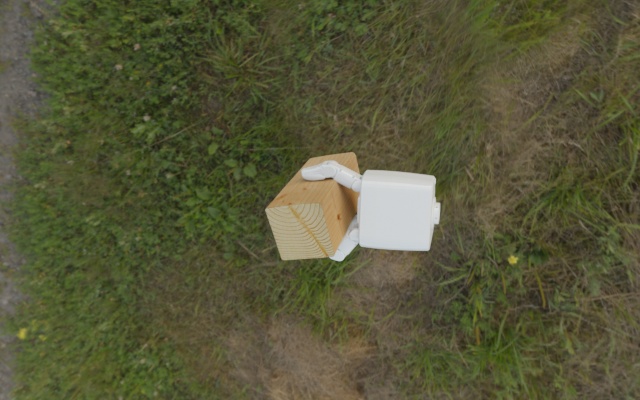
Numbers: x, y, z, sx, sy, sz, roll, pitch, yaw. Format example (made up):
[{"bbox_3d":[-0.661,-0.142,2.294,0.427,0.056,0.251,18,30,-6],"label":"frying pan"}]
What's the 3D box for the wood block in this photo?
[{"bbox_3d":[0.000,0.002,0.781,0.090,0.091,0.206,-6,23,21],"label":"wood block"}]
